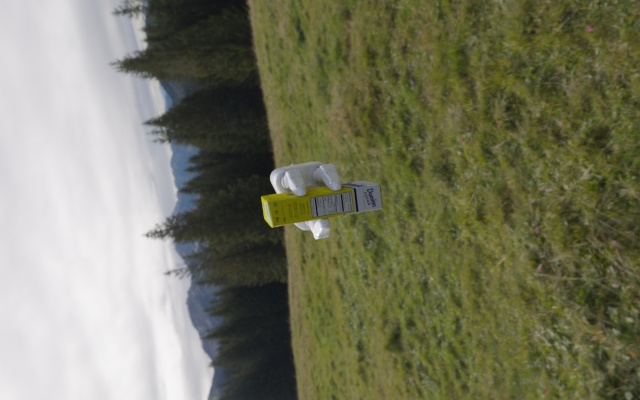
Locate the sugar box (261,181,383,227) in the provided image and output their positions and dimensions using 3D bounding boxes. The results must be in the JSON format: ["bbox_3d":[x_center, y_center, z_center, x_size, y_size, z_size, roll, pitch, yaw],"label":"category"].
[{"bbox_3d":[0.000,0.002,0.756,0.176,0.048,0.093,-12,9,-12],"label":"sugar box"}]
